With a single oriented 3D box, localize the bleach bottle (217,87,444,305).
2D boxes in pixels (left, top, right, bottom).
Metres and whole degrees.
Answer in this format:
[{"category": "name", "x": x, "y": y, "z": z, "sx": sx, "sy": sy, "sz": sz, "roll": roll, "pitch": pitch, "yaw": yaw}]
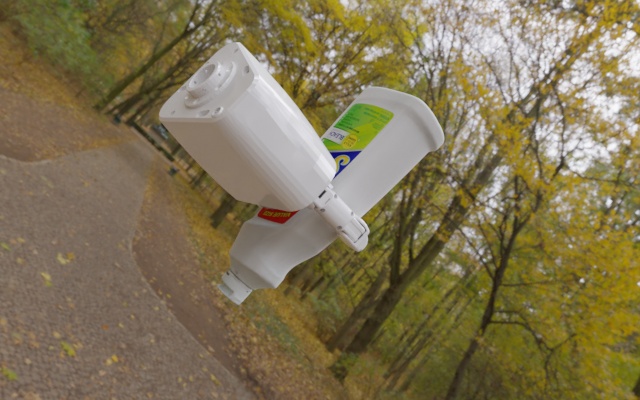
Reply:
[{"category": "bleach bottle", "x": 0.000, "y": 0.001, "z": 0.464, "sx": 0.068, "sy": 0.251, "sz": 0.102, "roll": 48, "pitch": -9, "yaw": -37}]
